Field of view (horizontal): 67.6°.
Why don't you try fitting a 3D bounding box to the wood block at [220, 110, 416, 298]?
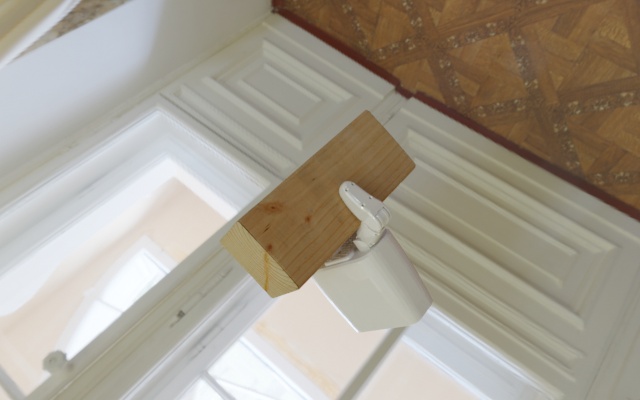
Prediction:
[{"bbox_3d":[0.000,0.002,0.536,0.206,0.090,0.091,-44,4,-29],"label":"wood block"}]
